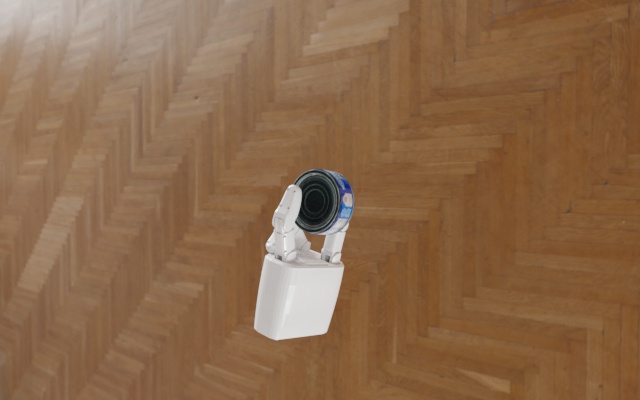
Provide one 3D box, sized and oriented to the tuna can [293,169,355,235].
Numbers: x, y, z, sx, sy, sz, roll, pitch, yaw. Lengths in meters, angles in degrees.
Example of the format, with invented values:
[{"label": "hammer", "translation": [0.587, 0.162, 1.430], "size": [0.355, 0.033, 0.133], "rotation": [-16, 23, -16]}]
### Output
[{"label": "tuna can", "translation": [0.000, 0.002, 0.623], "size": [0.086, 0.086, 0.034], "rotation": [0, -4, 36]}]
